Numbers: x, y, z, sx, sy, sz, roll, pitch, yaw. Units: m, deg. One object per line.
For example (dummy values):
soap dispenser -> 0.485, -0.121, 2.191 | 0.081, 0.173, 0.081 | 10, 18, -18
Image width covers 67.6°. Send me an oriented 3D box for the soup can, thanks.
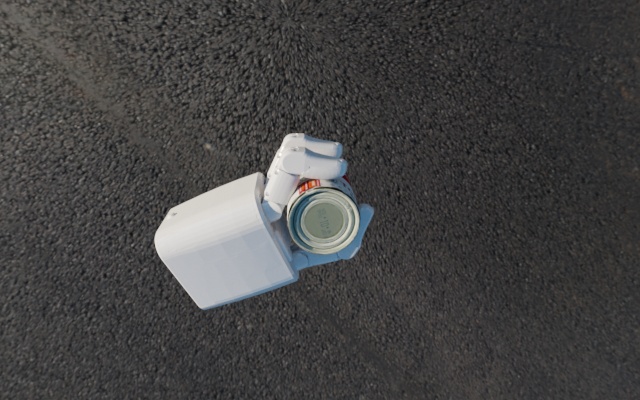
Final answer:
soup can -> 0.001, 0.002, 0.471 | 0.068, 0.068, 0.102 | 0, 21, -4
